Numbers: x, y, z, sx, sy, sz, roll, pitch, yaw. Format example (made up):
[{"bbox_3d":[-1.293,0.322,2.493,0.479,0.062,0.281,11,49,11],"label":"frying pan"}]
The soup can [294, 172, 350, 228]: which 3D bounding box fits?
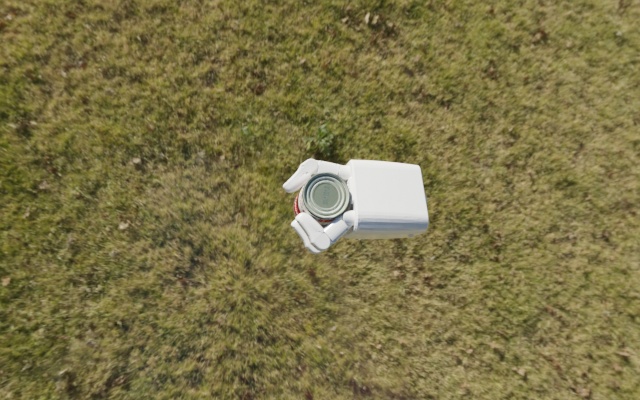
[{"bbox_3d":[0.000,0.002,0.691,0.068,0.068,0.102,0,-10,-10],"label":"soup can"}]
